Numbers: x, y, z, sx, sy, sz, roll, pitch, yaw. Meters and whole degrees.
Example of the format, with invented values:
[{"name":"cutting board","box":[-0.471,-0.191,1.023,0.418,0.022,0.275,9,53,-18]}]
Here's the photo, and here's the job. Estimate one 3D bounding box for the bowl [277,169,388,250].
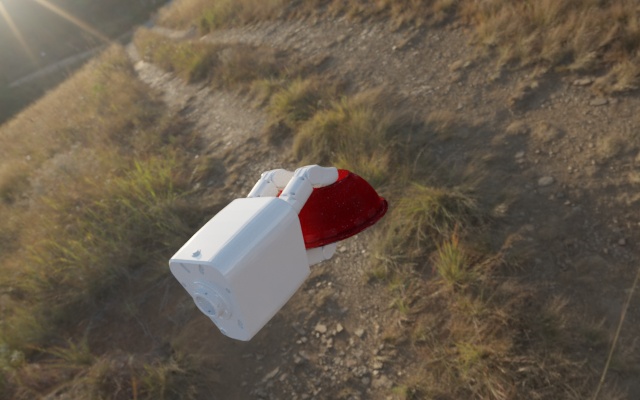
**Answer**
[{"name":"bowl","box":[0.000,0.001,0.598,0.162,0.055,0.162,-16,16,5]}]
